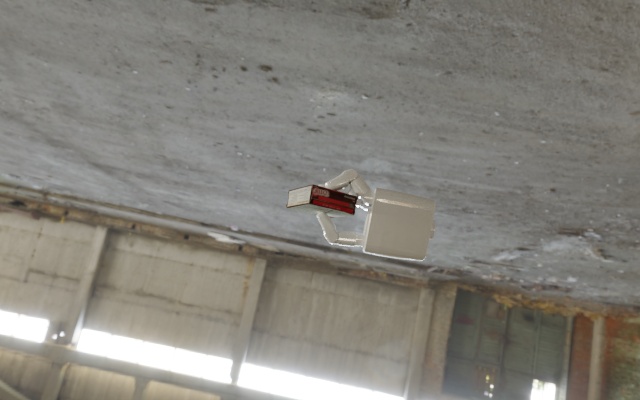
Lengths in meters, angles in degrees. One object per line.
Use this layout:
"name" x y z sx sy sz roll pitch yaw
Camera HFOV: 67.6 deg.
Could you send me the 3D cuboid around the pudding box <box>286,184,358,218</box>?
"pudding box" 0.000 0.003 0.852 0.090 0.039 0.113 16 -13 -23
